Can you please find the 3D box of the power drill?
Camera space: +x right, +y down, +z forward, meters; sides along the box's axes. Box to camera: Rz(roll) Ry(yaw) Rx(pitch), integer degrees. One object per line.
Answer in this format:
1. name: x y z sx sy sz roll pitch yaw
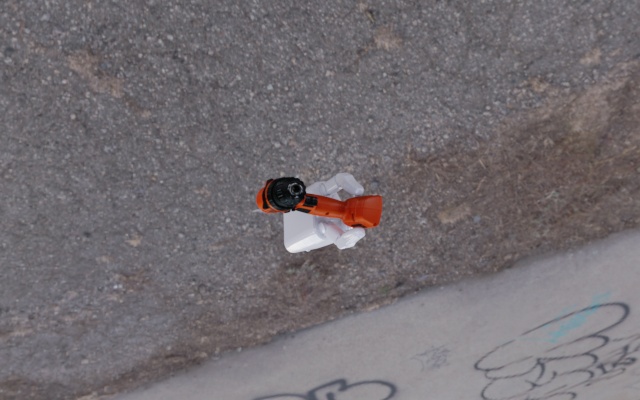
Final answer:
1. power drill: 0.000 0.003 0.766 0.187 0.057 0.184 12 -7 -18
